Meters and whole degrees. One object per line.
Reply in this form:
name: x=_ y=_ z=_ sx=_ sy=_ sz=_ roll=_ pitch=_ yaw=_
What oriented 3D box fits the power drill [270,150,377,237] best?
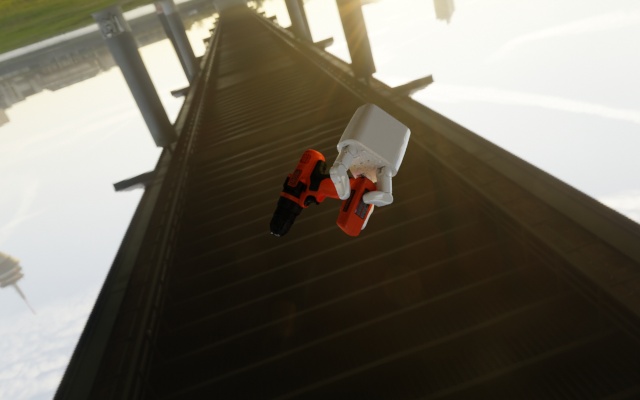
power drill: x=0.001 y=0.003 z=0.894 sx=0.187 sy=0.184 sz=0.057 roll=20 pitch=-8 yaw=38
